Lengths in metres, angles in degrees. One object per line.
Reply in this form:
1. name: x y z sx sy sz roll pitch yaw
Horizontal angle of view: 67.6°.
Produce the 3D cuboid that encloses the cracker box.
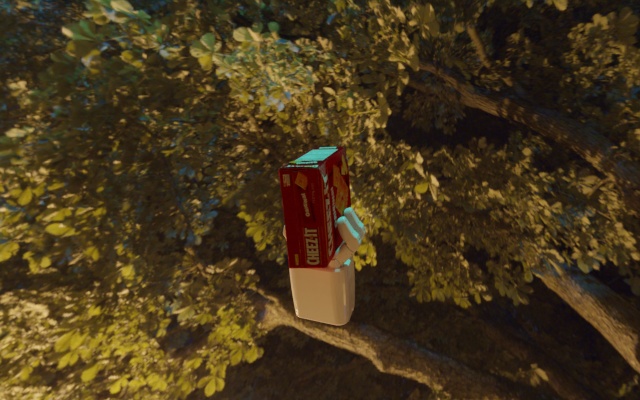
1. cracker box: 0.000 0.003 0.824 0.072 0.164 0.213 -2 14 14
